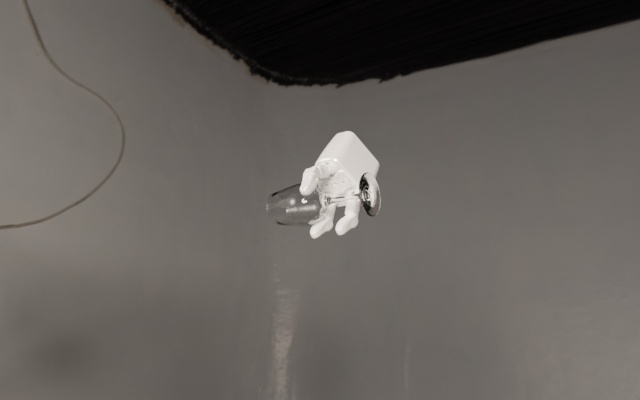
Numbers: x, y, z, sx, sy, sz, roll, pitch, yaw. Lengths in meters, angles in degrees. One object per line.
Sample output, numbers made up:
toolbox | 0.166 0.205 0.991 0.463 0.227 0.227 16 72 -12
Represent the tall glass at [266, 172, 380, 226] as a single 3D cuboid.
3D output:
tall glass | 0.001 0.003 0.846 0.201 0.079 0.079 -9 -5 32
